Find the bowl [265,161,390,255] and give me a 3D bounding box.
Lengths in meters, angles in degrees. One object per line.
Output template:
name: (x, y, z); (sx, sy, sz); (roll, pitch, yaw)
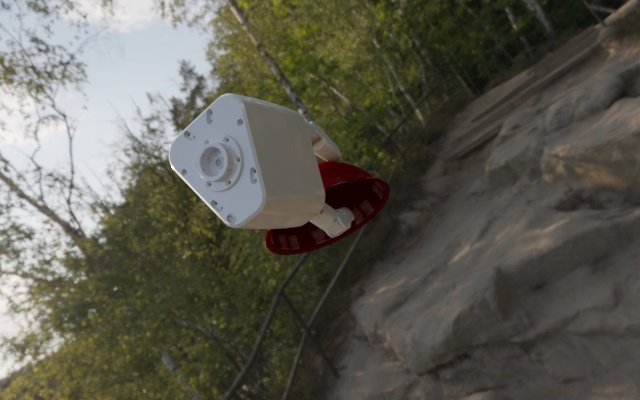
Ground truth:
bowl: (0.000, 0.002, 0.577); (0.162, 0.055, 0.162); (-21, -26, -11)
